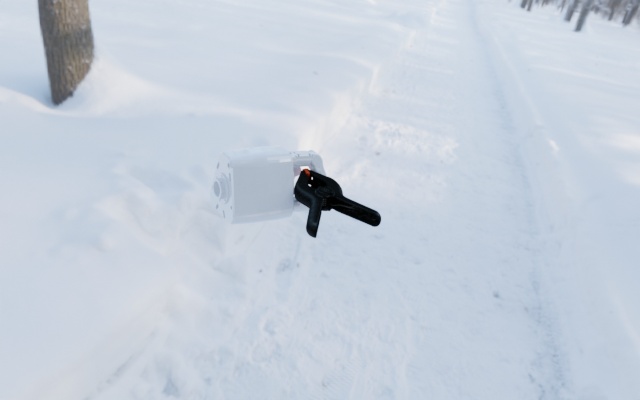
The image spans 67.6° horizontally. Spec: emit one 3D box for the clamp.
[{"bbox_3d":[0.000,0.002,0.746,0.120,0.039,0.171,-9,32,-35],"label":"clamp"}]
